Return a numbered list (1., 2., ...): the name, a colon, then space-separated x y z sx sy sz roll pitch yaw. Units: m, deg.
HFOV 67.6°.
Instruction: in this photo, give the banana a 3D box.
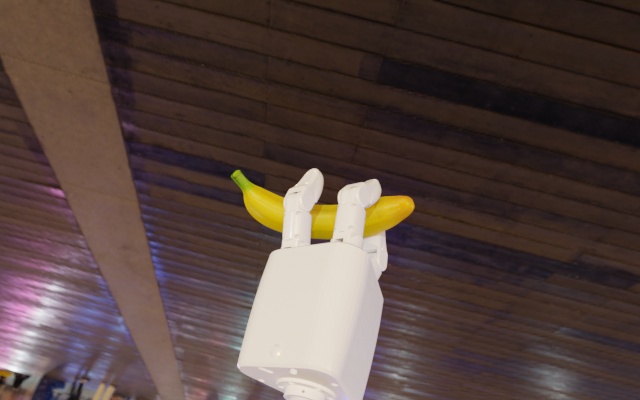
1. banana: -0.001 0.013 0.508 0.198 0.037 0.070 8 -39 15
